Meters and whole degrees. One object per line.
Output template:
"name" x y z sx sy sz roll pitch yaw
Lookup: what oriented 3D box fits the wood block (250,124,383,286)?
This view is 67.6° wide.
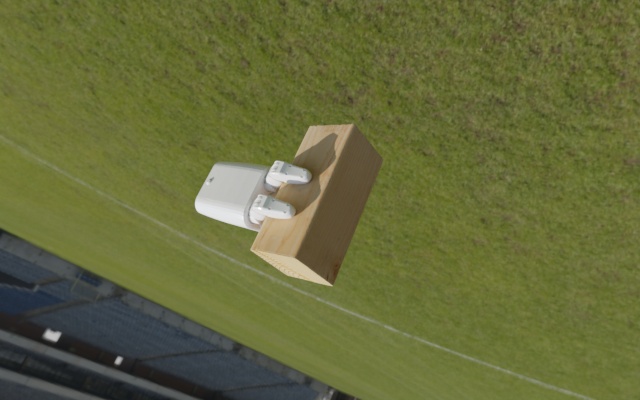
"wood block" 0.000 0.002 0.675 0.090 0.206 0.091 5 -27 41
